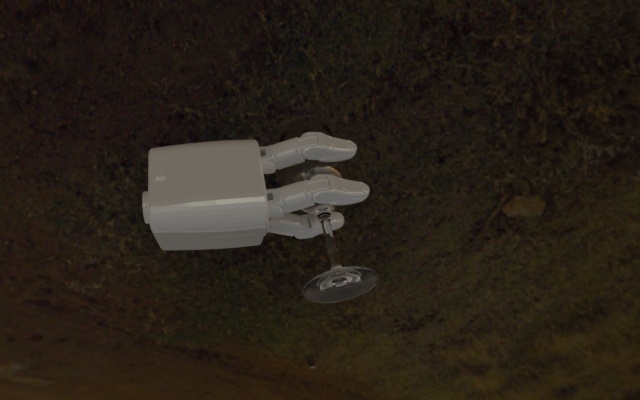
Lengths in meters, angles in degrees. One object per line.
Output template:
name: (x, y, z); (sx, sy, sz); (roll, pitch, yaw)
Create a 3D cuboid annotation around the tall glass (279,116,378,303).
tall glass: (0.000, 0.002, 0.512); (0.079, 0.201, 0.079); (-9, -34, -6)
